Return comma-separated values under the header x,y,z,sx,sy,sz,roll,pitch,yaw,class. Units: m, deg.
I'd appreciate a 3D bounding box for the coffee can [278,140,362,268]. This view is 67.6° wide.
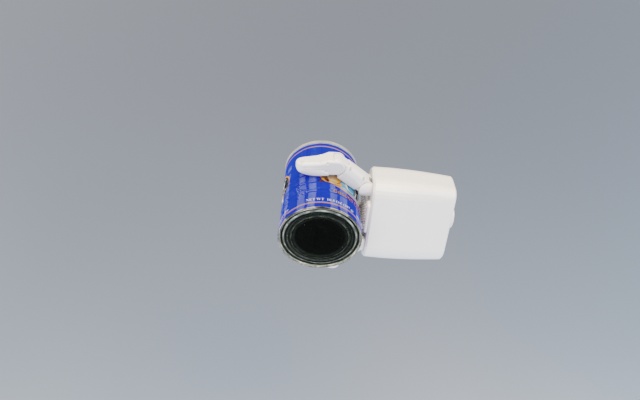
x,y,z,sx,sy,sz,roll,pitch,yaw,class
0.000,0.002,0.628,0.103,0.103,0.140,0,41,1,coffee can
